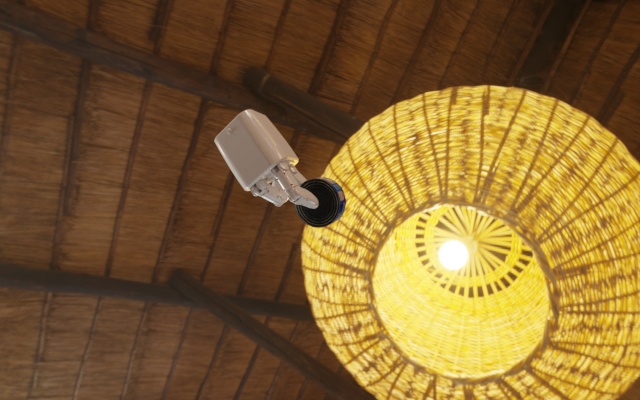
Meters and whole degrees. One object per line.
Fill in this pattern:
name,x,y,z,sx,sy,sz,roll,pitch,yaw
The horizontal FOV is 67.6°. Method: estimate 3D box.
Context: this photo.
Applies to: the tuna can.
tuna can,0.000,0.003,0.827,0.086,0.086,0.033,0,8,25
